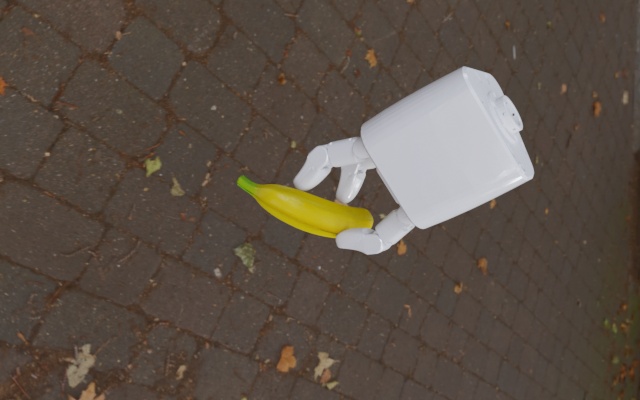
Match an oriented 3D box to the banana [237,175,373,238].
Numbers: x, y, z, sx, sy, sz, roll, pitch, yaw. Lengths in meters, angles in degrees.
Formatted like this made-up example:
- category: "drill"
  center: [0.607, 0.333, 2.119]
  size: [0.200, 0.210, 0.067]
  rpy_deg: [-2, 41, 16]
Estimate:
- category: "banana"
  center: [0.005, 0.012, 0.524]
  size: [0.198, 0.037, 0.069]
  rpy_deg: [19, 26, -42]
